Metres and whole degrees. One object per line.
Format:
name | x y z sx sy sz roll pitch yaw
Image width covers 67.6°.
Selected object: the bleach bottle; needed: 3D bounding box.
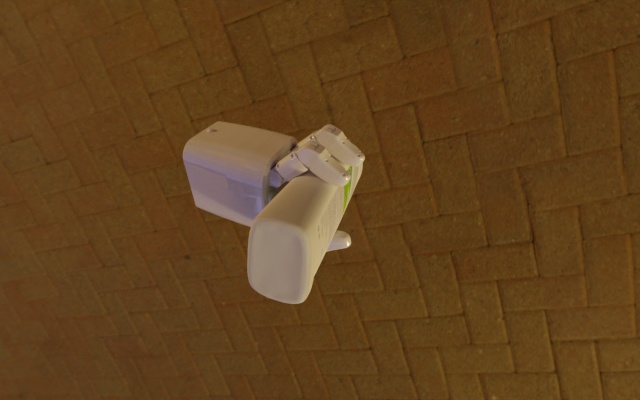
bleach bottle | 0.000 0.002 0.559 0.068 0.103 0.250 15 32 14
